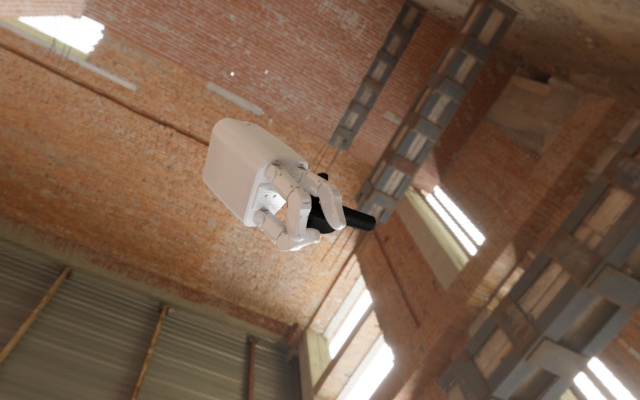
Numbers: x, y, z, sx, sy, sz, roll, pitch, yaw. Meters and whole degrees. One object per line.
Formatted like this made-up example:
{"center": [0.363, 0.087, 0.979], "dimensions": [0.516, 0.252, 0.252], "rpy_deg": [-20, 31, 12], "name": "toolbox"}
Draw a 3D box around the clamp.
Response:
{"center": [0.000, 0.003, 0.671], "dimensions": [0.120, 0.039, 0.171], "rpy_deg": [41, 20, 26], "name": "clamp"}
